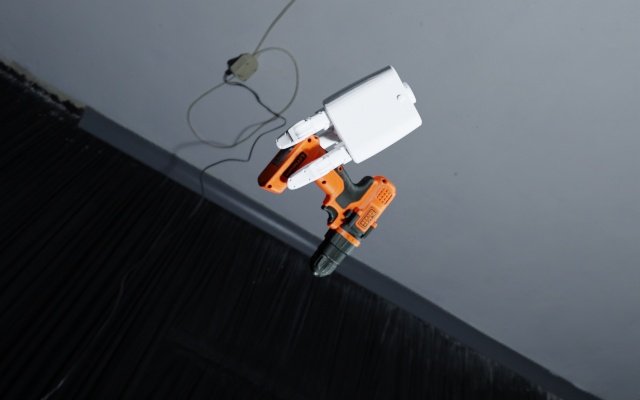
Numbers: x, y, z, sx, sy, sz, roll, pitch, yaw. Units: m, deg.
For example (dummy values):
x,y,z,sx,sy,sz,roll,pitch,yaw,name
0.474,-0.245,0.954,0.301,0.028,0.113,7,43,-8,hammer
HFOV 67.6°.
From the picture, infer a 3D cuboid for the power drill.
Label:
x,y,z,sx,sy,sz,roll,pitch,yaw,name
0.000,0.002,0.707,0.188,0.184,0.057,40,-3,-27,power drill
